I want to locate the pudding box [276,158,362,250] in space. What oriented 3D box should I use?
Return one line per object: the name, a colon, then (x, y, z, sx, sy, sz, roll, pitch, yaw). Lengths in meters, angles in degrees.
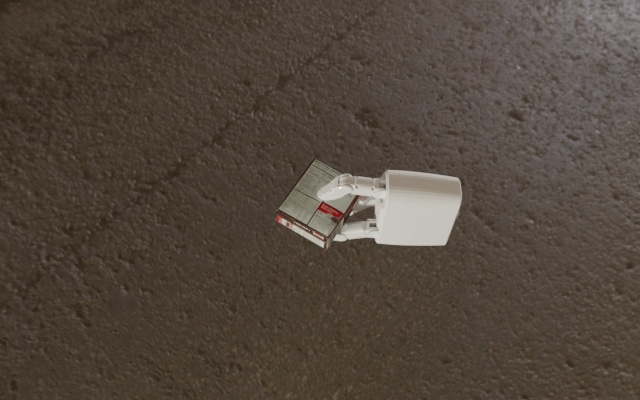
pudding box: (0.000, 0.002, 0.710, 0.090, 0.113, 0.039, 29, -29, 12)
